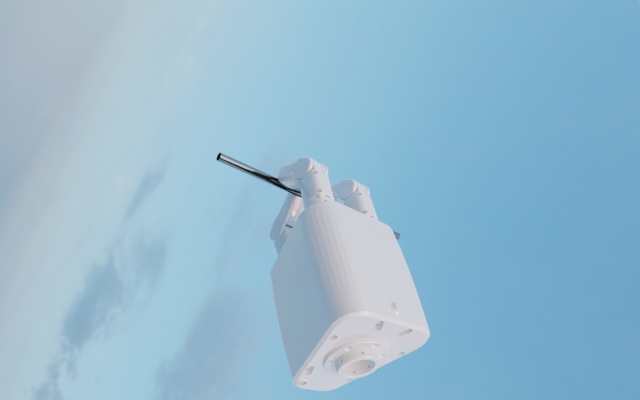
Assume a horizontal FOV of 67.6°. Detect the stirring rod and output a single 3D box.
[{"bbox_3d":[0.000,0.002,0.492,0.239,0.011,0.011,24,-14,-34],"label":"stirring rod"}]
